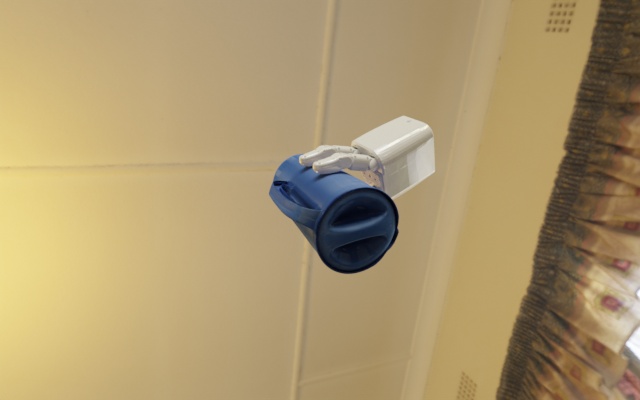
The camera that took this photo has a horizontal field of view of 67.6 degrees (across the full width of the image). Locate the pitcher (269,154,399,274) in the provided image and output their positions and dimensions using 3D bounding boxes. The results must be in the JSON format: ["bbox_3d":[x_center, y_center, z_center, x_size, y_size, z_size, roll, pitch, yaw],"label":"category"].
[{"bbox_3d":[0.000,0.002,0.764,0.145,0.149,0.242,-31,30,-11],"label":"pitcher"}]
